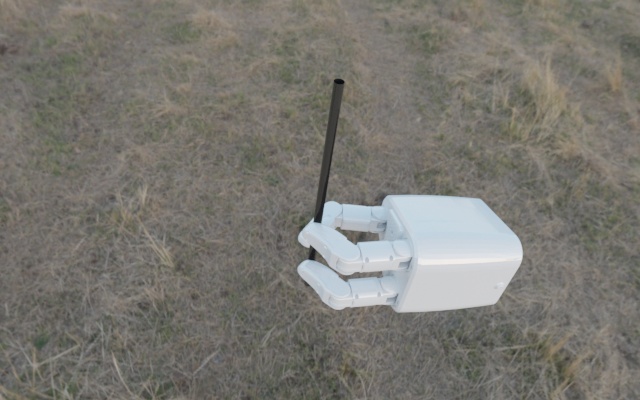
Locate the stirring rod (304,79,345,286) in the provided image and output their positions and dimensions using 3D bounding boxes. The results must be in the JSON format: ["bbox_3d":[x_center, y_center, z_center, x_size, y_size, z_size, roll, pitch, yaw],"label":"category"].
[{"bbox_3d":[0.000,0.001,0.424,0.011,0.240,0.011,5,44,-4],"label":"stirring rod"}]
